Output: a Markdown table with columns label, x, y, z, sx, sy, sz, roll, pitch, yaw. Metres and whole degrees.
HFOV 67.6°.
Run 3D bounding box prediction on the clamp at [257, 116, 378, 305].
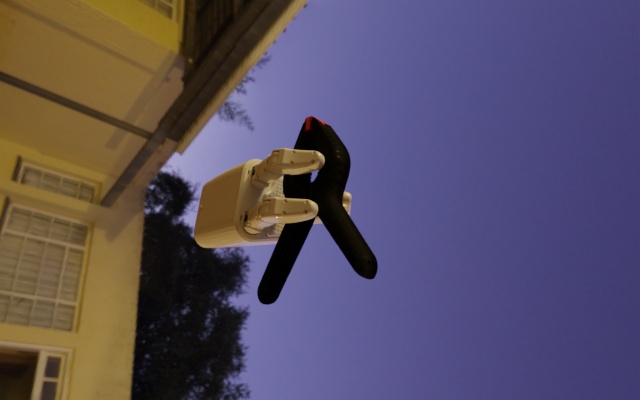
| label | x | y | z | sx | sy | sz | roll | pitch | yaw |
| --- | --- | --- | --- | --- | --- | --- | --- | --- | --- |
| clamp | 0.001 | 0.001 | 0.503 | 0.036 | 0.210 | 0.164 | 23 | -25 | -38 |
